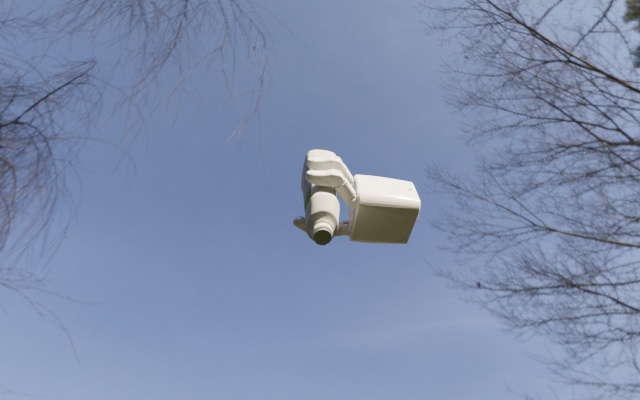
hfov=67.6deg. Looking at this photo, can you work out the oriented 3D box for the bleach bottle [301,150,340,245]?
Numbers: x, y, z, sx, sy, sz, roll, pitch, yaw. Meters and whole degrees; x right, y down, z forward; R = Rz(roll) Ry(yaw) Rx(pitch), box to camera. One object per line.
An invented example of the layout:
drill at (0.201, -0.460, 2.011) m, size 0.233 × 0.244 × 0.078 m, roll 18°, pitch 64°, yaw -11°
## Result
bleach bottle at (0.000, 0.003, 0.828) m, size 0.068 × 0.103 × 0.250 m, roll 5°, pitch 29°, yaw -4°
